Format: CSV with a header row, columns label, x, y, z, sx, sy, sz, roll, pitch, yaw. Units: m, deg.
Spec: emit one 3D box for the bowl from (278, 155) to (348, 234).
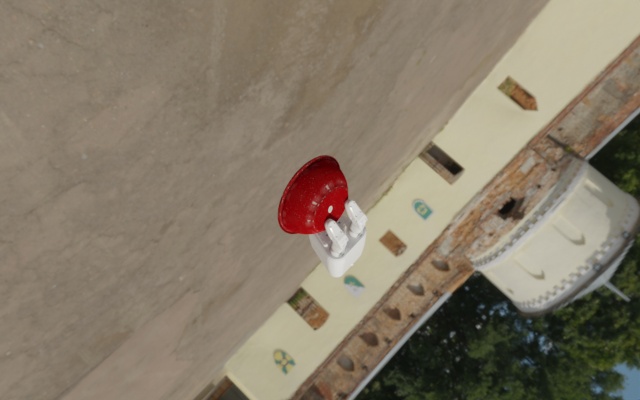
label,x,y,z,sx,sy,sz,roll,pitch,yaw
bowl,0.000,0.002,0.851,0.055,0.162,0.162,33,18,31
